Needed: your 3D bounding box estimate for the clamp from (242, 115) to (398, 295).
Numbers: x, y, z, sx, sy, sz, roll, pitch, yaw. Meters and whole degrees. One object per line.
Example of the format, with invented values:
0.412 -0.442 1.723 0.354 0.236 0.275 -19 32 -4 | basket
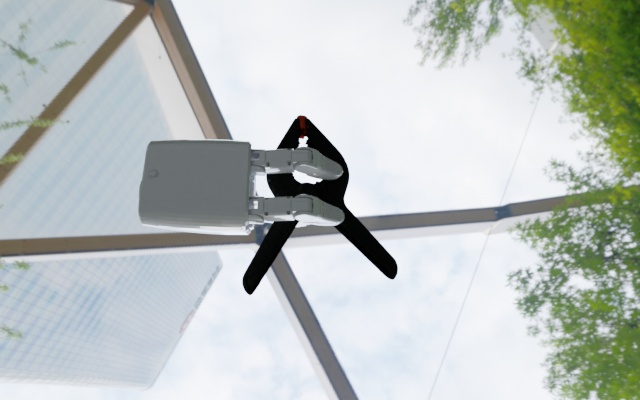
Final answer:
0.000 0.002 0.535 0.164 0.210 0.036 2 -23 -7 | clamp
